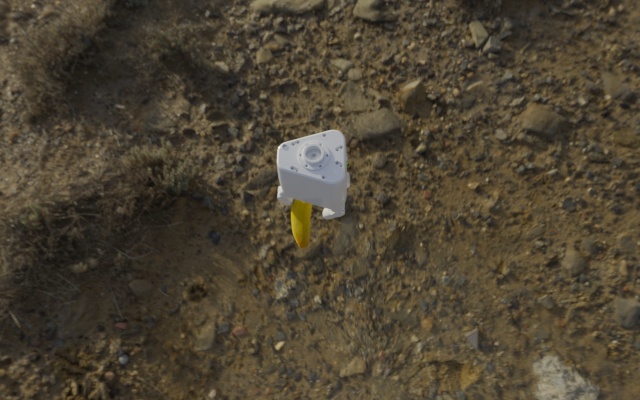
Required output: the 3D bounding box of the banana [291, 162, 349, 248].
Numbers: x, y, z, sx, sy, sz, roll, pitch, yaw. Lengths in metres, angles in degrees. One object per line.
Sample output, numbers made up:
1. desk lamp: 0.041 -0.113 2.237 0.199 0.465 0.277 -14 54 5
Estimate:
1. banana: -0.015 -0.008 0.902 0.069 0.197 0.037 25 -19 7
